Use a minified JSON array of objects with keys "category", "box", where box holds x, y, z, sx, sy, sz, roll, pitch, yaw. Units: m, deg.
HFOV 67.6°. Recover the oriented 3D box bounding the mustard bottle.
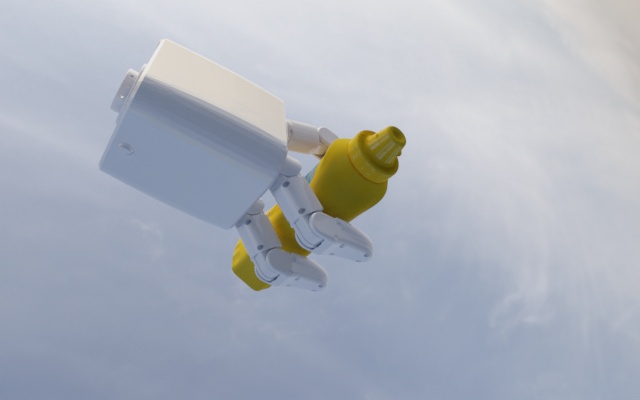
[{"category":"mustard bottle","box":[0.000,0.002,0.401,0.192,0.058,0.096,-42,6,41]}]
